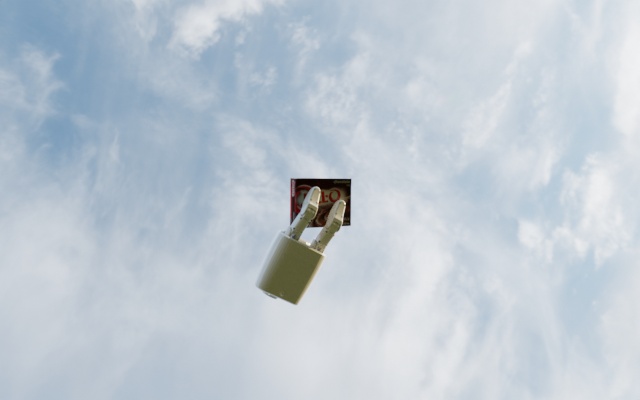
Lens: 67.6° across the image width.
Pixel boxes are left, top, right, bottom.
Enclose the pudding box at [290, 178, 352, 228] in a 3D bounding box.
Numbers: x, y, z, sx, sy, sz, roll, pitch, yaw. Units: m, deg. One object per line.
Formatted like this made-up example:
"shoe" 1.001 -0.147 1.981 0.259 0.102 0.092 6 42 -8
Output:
"pudding box" 0.000 0.003 0.882 0.113 0.090 0.039 -2 6 -23
